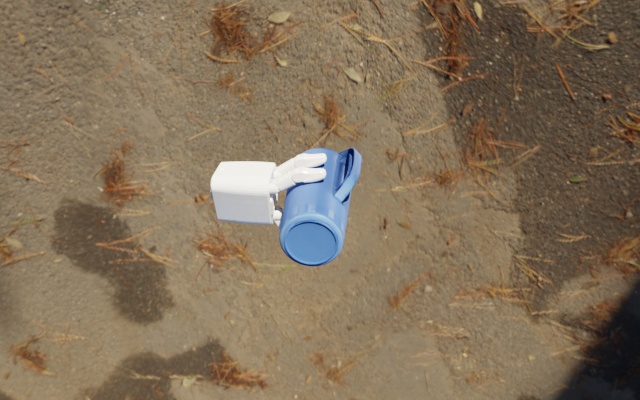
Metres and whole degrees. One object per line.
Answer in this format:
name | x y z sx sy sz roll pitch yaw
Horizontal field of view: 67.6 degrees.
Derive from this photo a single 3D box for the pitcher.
pitcher | 0.000 0.003 0.882 0.145 0.149 0.242 3 30 3
